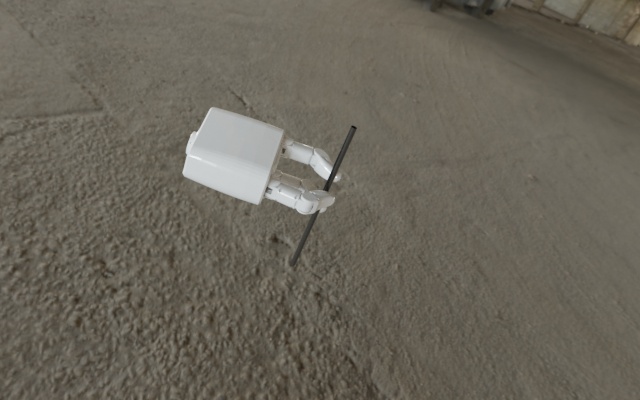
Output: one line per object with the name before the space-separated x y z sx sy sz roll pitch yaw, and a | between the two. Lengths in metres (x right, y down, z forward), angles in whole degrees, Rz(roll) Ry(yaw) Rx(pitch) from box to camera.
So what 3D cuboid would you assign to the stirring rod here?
stirring rod | 0.000 0.002 0.661 0.011 0.240 0.011 17 32 -11
